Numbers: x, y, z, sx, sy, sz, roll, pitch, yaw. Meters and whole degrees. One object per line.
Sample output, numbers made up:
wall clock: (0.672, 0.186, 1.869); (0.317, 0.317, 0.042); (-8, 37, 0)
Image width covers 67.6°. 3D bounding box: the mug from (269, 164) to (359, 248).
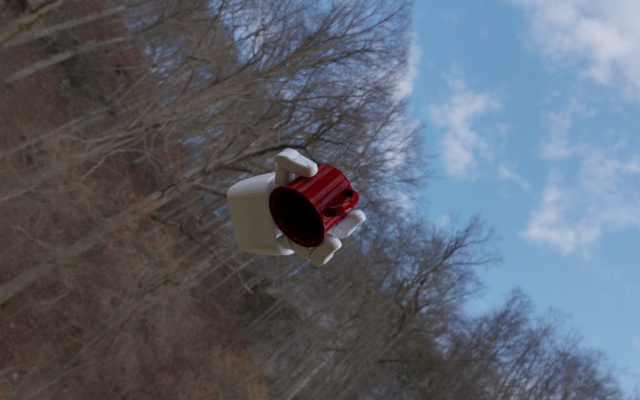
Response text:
mug: (0.001, 0.002, 0.632); (0.117, 0.093, 0.081); (-4, 27, 45)
